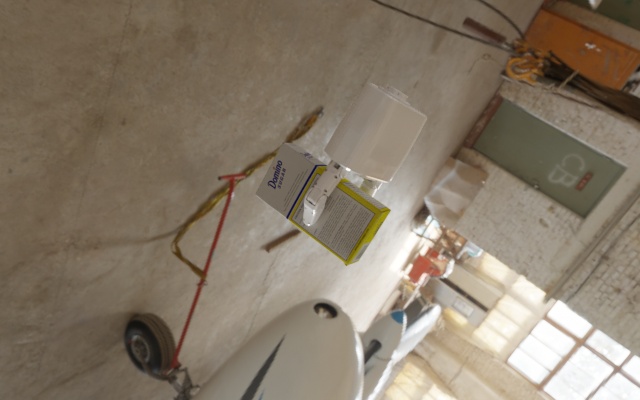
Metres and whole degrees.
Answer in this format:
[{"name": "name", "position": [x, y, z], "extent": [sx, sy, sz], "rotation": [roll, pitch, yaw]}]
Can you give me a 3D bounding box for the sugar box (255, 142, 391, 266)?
[{"name": "sugar box", "position": [0.001, 0.002, 0.673], "extent": [0.176, 0.093, 0.048], "rotation": [38, 19, 21]}]
